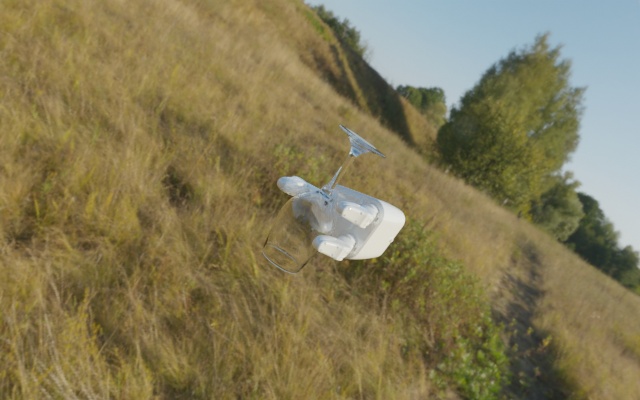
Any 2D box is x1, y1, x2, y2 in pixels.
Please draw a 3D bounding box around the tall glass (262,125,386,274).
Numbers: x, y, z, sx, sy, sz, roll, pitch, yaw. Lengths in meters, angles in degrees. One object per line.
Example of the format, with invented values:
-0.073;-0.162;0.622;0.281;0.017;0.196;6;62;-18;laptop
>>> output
0.000;0.001;0.643;0.079;0.201;0.079;33;12;-8;tall glass
